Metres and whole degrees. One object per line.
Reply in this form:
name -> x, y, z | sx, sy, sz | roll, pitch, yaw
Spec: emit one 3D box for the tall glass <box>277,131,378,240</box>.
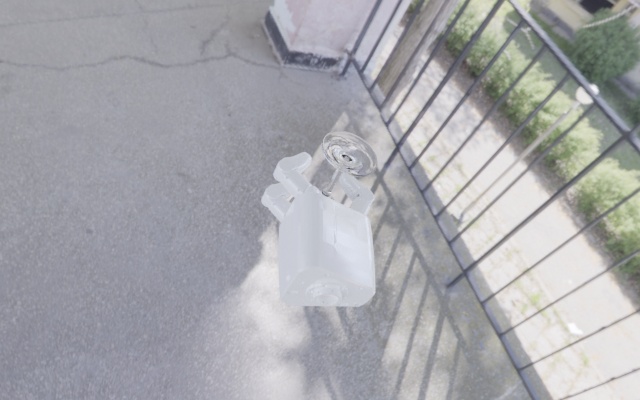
tall glass -> 0.000, 0.002, 0.651 | 0.079, 0.079, 0.201 | 0, -37, -27
